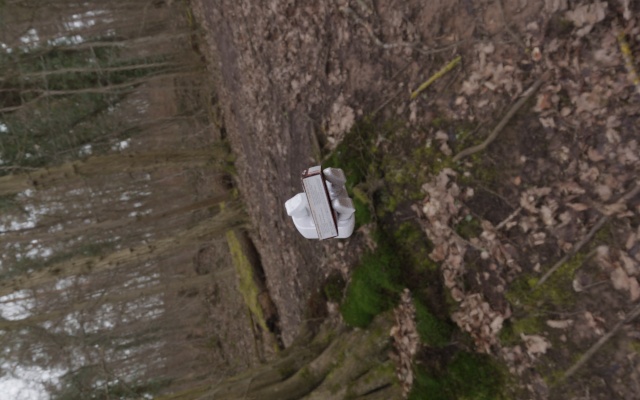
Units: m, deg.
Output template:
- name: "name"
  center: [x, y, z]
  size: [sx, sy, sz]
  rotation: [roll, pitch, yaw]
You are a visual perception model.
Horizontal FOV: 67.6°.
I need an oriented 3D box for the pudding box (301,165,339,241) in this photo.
- name: "pudding box"
  center: [0.000, 0.003, 0.811]
  size: [0.039, 0.113, 0.090]
  rotation: [-17, 11, 3]
